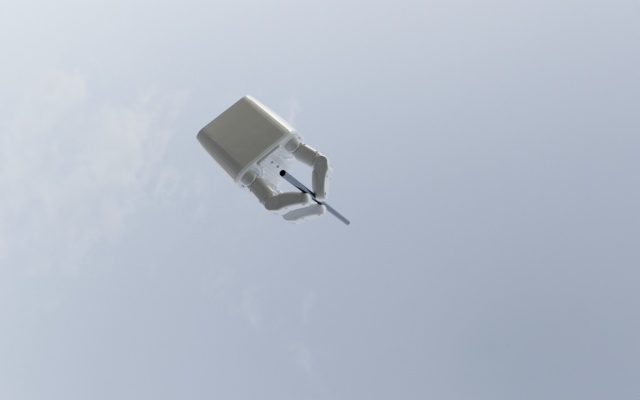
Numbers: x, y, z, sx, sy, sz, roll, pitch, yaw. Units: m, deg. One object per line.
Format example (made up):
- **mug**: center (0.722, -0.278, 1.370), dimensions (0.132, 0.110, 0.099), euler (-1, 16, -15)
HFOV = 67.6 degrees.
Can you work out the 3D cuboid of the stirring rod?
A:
- **stirring rod**: center (0.000, 0.002, 0.639), dimensions (0.011, 0.011, 0.239), euler (0, -16, 21)
